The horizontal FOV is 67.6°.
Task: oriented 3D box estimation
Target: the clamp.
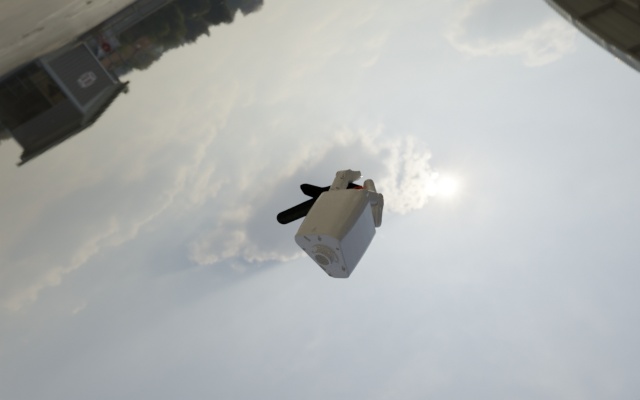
[{"bbox_3d":[0.001,0.003,0.885,0.171,0.039,0.120,-5,38,41],"label":"clamp"}]
